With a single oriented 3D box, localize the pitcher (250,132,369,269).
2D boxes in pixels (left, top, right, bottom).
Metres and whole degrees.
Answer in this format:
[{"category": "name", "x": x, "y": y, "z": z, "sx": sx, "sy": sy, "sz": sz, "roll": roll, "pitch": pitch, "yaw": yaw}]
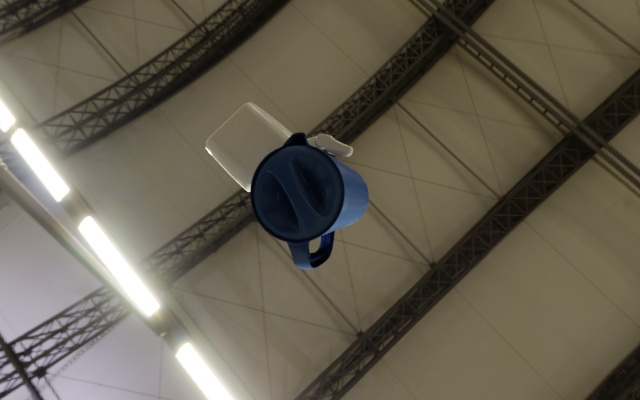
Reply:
[{"category": "pitcher", "x": 0.000, "y": 0.002, "z": 0.740, "sx": 0.145, "sy": 0.149, "sz": 0.243, "roll": 43, "pitch": 11, "yaw": 13}]
